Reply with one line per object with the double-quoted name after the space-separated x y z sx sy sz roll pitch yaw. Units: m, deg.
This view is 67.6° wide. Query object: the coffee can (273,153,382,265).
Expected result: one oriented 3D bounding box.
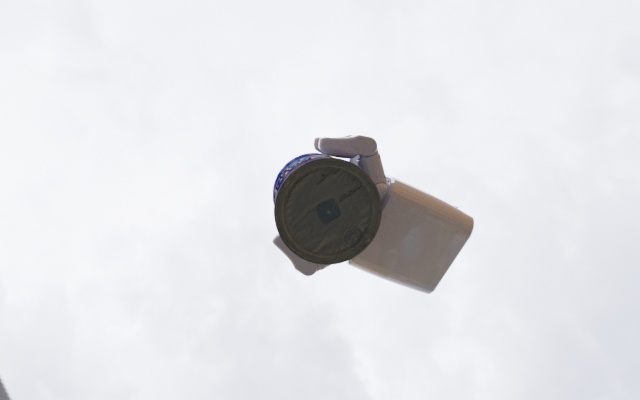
0.000 0.002 0.516 0.103 0.103 0.140 0 8 -6 "coffee can"
